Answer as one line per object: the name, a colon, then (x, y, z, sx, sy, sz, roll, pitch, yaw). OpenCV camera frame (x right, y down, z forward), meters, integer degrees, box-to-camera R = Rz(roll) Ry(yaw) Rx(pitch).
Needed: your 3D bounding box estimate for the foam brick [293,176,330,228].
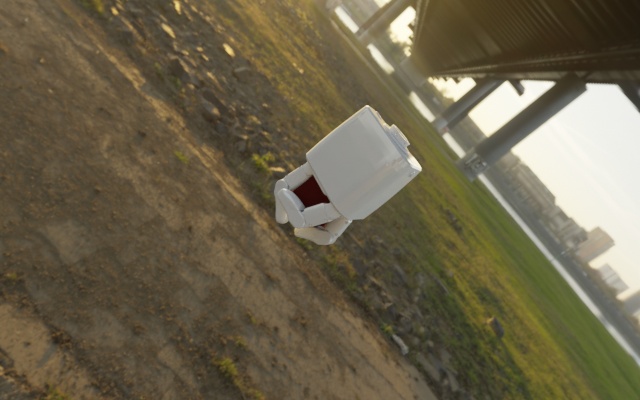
foam brick: (0.000, 0.002, 0.666, 0.051, 0.053, 0.078, -38, -14, 17)
